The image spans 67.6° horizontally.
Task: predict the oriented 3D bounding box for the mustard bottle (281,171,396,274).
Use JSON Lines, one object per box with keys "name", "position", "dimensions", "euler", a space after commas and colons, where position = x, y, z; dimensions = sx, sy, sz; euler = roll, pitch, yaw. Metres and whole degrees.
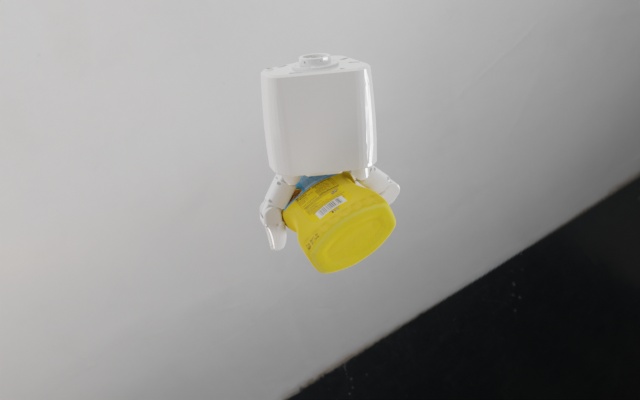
{"name": "mustard bottle", "position": [0.000, 0.002, 0.544], "dimensions": [0.096, 0.058, 0.191], "euler": [-35, 31, -5]}
